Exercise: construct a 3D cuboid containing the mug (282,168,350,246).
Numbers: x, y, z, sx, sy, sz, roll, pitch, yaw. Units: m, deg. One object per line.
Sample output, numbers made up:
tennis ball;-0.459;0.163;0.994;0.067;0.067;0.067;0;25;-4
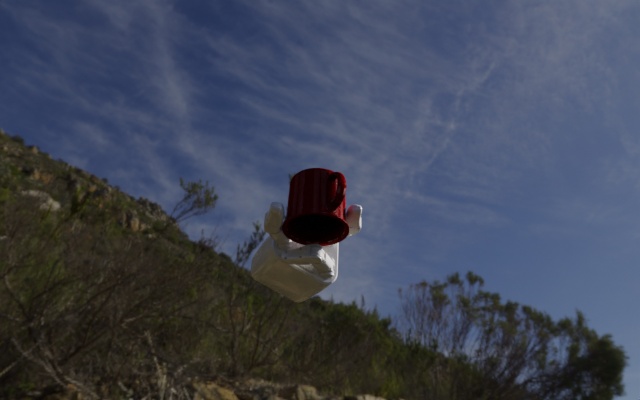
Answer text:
mug;0.001;0.001;0.666;0.093;0.081;0.117;17;-36;-21
